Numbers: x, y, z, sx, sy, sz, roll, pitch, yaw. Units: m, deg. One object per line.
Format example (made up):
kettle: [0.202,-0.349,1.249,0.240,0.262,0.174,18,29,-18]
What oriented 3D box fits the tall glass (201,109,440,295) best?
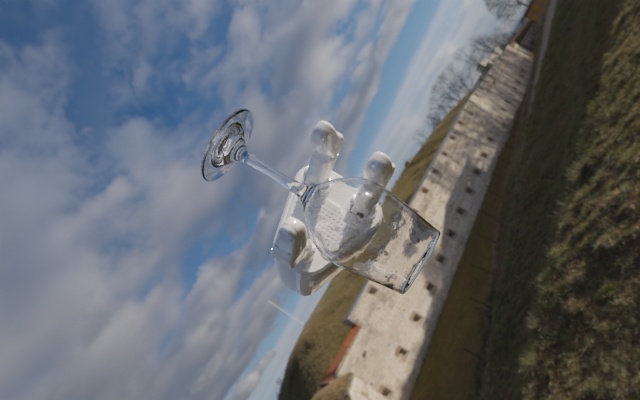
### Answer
tall glass: [-0.001,0.001,0.414,0.201,0.079,0.079,31,6,10]
